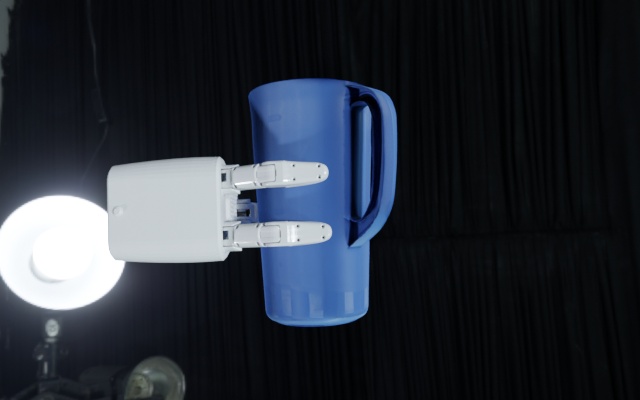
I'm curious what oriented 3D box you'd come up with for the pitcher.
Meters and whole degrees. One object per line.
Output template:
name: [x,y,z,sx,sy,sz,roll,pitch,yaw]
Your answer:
pitcher: [0.000,0.002,0.499,0.145,0.243,0.149,-2,-3,0]
